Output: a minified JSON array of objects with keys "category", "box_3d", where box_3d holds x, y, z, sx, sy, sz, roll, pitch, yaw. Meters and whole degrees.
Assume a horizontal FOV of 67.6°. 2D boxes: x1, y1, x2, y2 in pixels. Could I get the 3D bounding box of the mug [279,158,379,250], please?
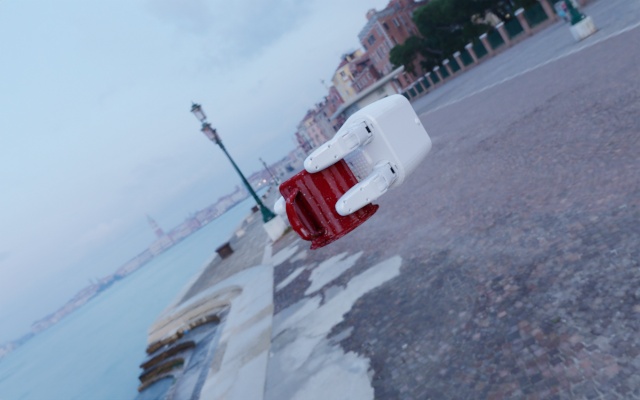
[{"category":"mug","box_3d":[-0.001,0.002,0.532,0.093,0.081,0.117,-29,6,40]}]
